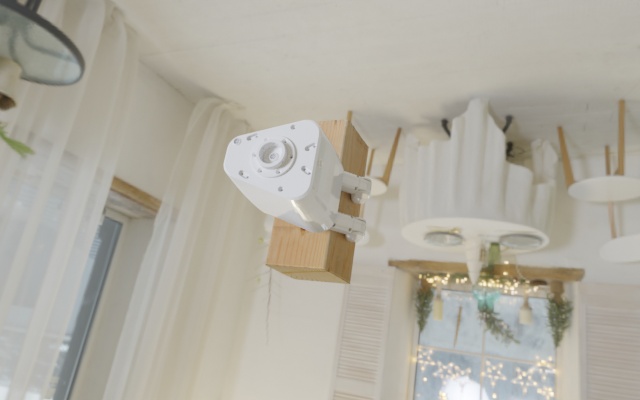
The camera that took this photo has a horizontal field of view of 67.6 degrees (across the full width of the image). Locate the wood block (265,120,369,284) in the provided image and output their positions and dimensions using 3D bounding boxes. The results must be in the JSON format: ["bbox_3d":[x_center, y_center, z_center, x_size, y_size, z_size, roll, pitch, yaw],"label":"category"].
[{"bbox_3d":[0.000,0.002,0.664,0.091,0.206,0.090,0,-20,26],"label":"wood block"}]
